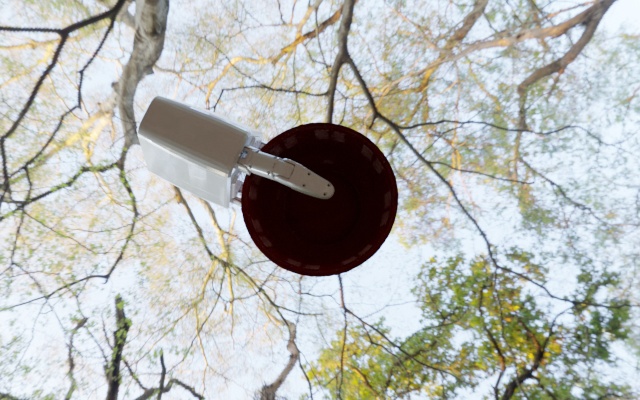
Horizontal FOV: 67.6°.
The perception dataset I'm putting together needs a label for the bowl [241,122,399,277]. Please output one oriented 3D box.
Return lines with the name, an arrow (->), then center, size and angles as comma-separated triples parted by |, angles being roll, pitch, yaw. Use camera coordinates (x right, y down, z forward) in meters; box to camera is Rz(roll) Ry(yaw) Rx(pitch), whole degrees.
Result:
bowl -> 0.001, 0.003, 0.510 | 0.162, 0.162, 0.055 | 0, -12, 4
